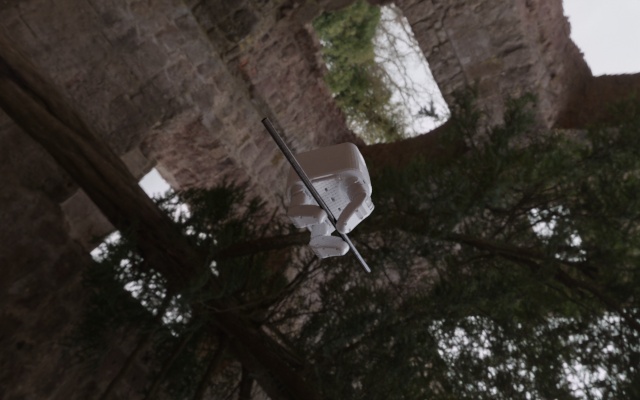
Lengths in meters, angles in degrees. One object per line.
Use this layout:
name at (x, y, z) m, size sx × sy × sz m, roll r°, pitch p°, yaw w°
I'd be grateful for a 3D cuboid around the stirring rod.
stirring rod at (0.000, 0.002, 0.571) m, size 0.011 × 0.240 × 0.011 m, roll -27°, pitch 26°, yaw 14°
